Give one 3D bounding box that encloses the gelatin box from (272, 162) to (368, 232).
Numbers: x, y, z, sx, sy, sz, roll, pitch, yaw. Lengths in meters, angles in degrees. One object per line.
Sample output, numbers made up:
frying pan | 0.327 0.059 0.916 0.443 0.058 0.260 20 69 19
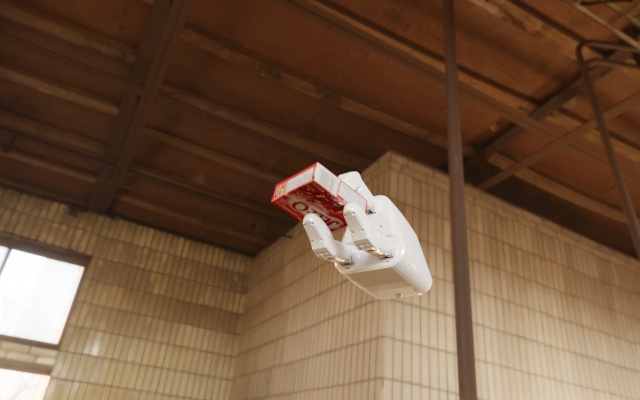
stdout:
gelatin box | 0.000 0.001 0.562 0.089 0.030 0.073 36 -42 -31
